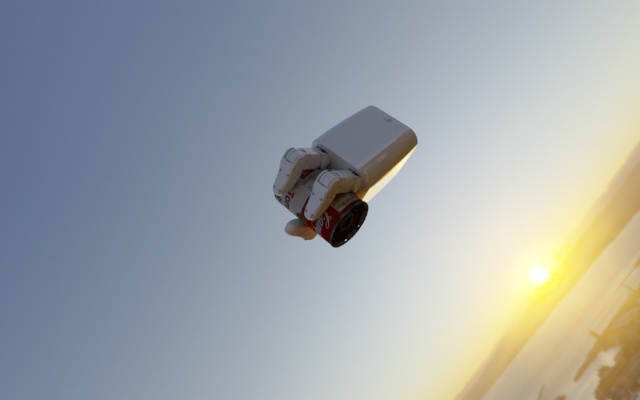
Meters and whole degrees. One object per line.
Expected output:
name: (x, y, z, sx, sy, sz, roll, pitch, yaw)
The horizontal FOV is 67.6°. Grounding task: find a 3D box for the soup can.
soup can: (0.000, 0.002, 0.597, 0.102, 0.068, 0.068, 38, 19, 26)
